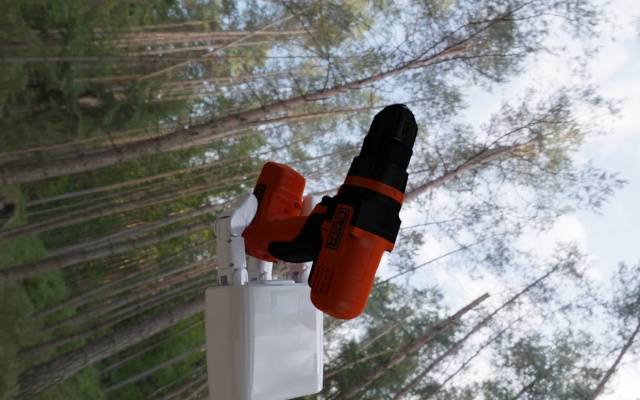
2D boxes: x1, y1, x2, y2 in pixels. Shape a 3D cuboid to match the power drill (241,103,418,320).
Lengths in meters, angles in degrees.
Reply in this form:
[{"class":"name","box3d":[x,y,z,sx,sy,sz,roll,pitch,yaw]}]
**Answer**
[{"class":"power drill","box3d":[0.000,0.002,0.448,0.057,0.184,0.187,27,-11,-32]}]
